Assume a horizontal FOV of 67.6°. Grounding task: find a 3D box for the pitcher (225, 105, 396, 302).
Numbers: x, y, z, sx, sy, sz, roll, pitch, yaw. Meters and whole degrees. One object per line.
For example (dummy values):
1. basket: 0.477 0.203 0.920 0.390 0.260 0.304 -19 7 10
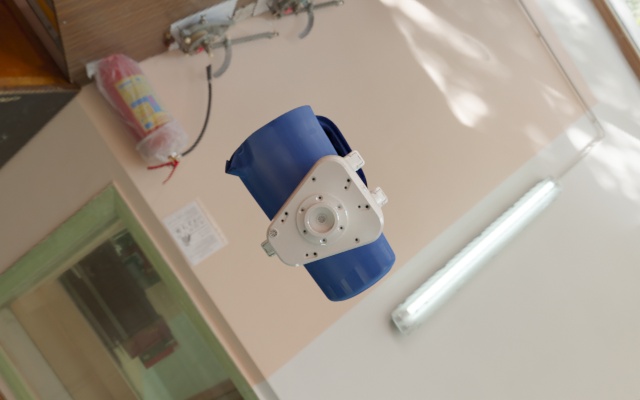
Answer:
1. pitcher: 0.000 0.002 0.640 0.149 0.243 0.145 -33 1 6
